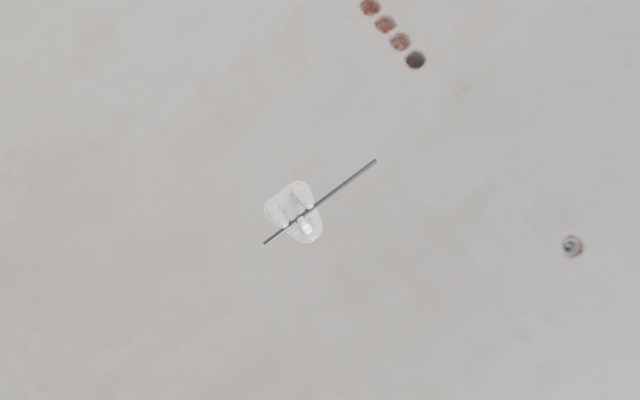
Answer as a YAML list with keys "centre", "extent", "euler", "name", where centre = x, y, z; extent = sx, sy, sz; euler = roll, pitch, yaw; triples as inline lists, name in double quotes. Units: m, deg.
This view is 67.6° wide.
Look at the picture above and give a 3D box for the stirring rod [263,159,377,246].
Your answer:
- centre: [0.000, 0.003, 0.820]
  extent: [0.239, 0.011, 0.011]
  euler: [-37, 2, -3]
  name: "stirring rod"
